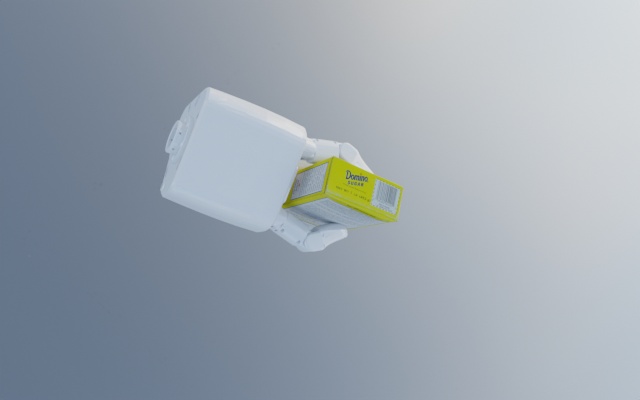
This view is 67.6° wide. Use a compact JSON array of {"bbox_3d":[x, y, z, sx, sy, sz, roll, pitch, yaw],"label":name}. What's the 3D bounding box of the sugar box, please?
[{"bbox_3d":[0.000,0.001,0.540,0.093,0.048,0.176,22,-17,-28],"label":"sugar box"}]
